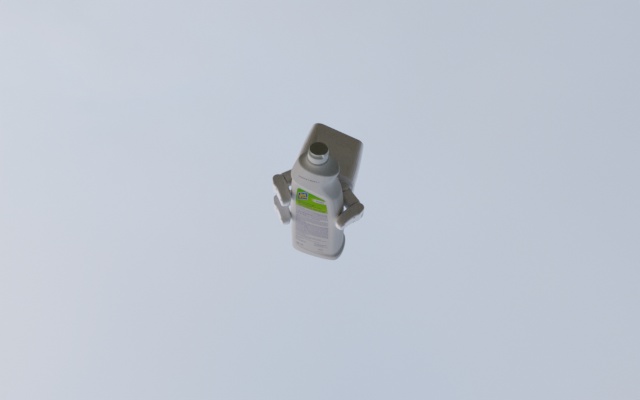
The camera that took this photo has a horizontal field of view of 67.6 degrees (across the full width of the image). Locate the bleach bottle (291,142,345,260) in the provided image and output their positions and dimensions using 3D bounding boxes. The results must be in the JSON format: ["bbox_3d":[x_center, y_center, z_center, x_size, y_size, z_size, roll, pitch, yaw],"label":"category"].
[{"bbox_3d":[0.000,0.003,0.807,0.102,0.068,0.251,14,-38,8],"label":"bleach bottle"}]
